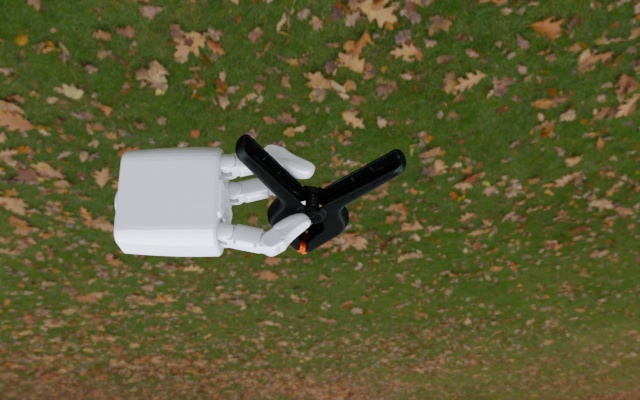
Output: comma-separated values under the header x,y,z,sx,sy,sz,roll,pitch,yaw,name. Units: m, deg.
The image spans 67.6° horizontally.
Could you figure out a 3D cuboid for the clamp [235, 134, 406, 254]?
x,y,z,sx,sy,sz,roll,pitch,yaw,name
0.000,0.003,0.530,0.164,0.036,0.210,2,-32,0,clamp
